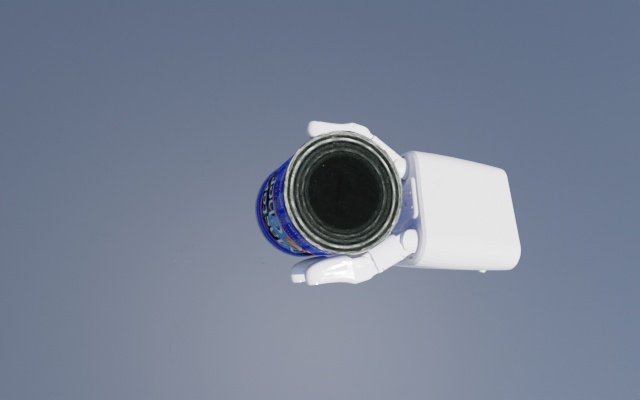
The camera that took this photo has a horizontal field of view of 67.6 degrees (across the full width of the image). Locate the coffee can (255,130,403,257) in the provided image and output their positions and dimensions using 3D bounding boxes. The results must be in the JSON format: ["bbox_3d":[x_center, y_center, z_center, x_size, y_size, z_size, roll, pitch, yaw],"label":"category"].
[{"bbox_3d":[0.000,0.001,0.451,0.103,0.103,0.140,0,-7,-17],"label":"coffee can"}]
